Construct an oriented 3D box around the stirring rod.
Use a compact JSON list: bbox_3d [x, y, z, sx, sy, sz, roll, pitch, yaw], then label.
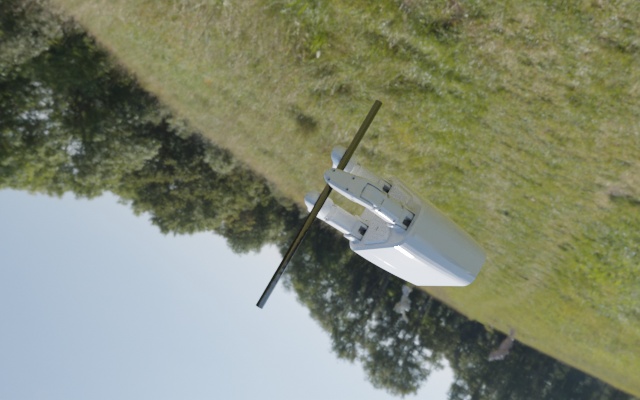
[{"bbox_3d":[0.000,0.002,0.481,0.011,0.239,0.011,30,-6,3],"label":"stirring rod"}]
